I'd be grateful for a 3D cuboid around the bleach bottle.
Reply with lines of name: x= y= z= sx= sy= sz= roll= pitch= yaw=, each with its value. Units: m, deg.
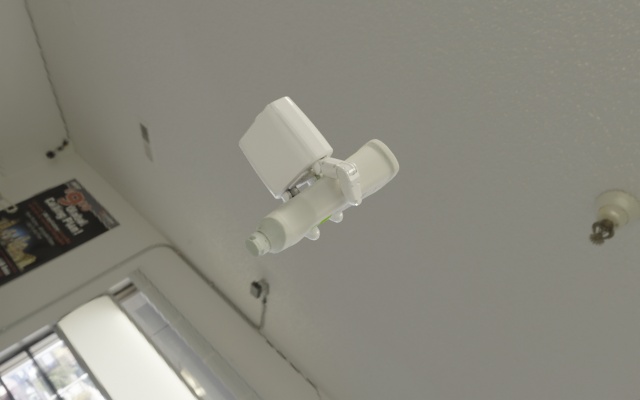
bleach bottle: x=0.000 y=0.002 z=0.686 sx=0.250 sy=0.068 sz=0.103 roll=-33 pitch=-8 yaw=-34
